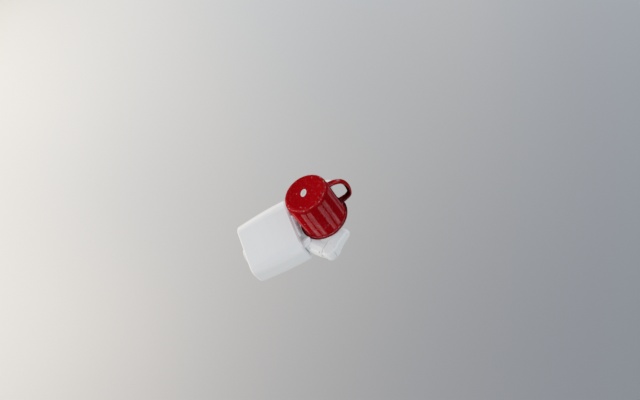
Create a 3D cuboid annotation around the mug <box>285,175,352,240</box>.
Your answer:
[{"bbox_3d":[0.001,0.002,0.833,0.117,0.093,0.081,-30,-43,7],"label":"mug"}]
